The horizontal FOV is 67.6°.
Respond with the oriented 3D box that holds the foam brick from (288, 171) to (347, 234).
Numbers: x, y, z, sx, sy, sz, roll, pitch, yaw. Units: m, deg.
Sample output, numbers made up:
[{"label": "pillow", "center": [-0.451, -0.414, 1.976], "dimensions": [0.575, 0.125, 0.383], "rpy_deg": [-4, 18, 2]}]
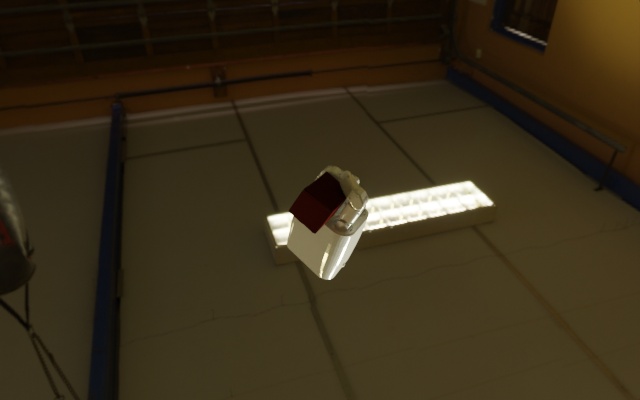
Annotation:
[{"label": "foam brick", "center": [0.000, 0.002, 0.700], "dimensions": [0.053, 0.051, 0.078], "rpy_deg": [41, 32, 5]}]
